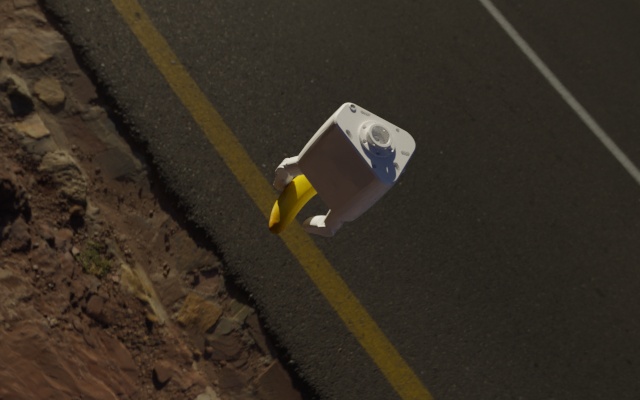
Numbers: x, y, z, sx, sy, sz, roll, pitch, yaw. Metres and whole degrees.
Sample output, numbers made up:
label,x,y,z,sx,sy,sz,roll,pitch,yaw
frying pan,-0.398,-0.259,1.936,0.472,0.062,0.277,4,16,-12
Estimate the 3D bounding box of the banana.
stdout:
label,x,y,z,sx,sy,sz,roll,pitch,yaw
banana,-0.006,-0.015,0.715,0.197,0.069,0.037,-24,-6,-36
